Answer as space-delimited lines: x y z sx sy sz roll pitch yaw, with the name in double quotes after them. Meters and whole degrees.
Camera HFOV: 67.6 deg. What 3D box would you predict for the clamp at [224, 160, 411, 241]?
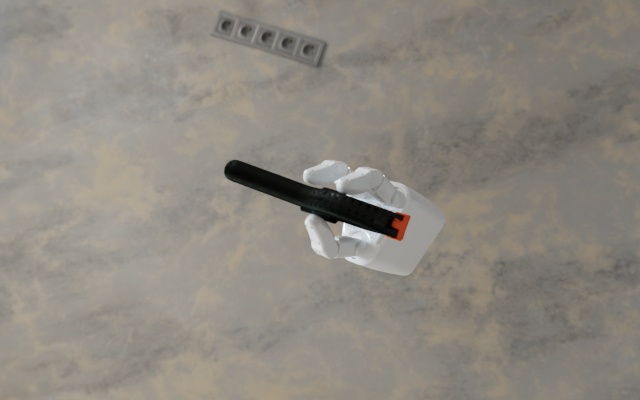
0.000 0.003 0.541 0.210 0.036 0.164 16 -5 44 "clamp"
